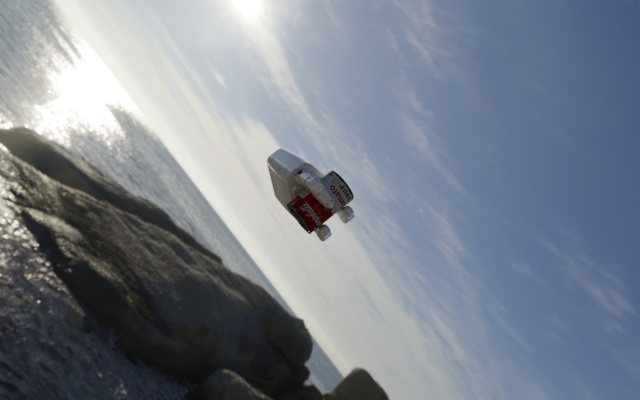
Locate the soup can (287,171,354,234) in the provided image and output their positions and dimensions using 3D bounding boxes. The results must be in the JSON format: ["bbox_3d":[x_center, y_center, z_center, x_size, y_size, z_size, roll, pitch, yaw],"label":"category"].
[{"bbox_3d":[0.001,0.003,0.850,0.102,0.068,0.068,-38,8,-11],"label":"soup can"}]
